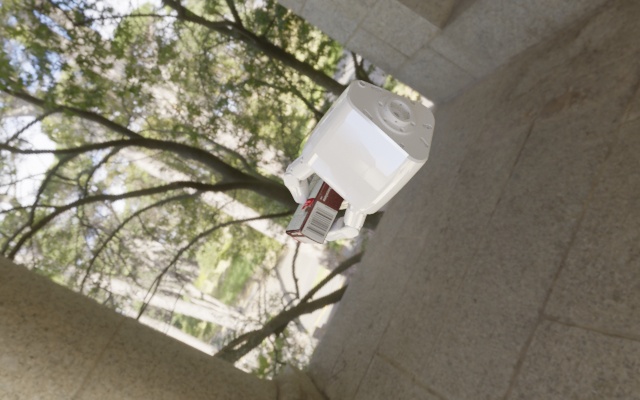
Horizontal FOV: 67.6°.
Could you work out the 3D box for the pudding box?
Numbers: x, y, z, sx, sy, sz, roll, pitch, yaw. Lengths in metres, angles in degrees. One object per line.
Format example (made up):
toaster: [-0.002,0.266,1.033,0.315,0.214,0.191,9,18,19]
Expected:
pudding box: [0.000,0.002,0.641,0.039,0.113,0.090,30,-12,-11]
